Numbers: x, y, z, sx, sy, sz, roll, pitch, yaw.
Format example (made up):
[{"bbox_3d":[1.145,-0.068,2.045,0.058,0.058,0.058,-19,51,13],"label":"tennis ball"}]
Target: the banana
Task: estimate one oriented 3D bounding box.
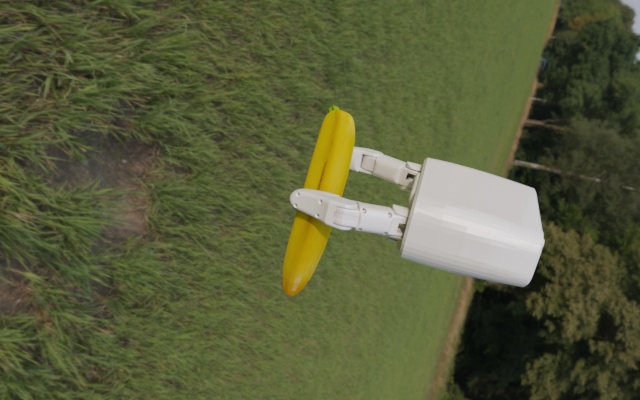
[{"bbox_3d":[0.001,-0.004,0.451,0.037,0.197,0.069,15,-8,2],"label":"banana"}]
